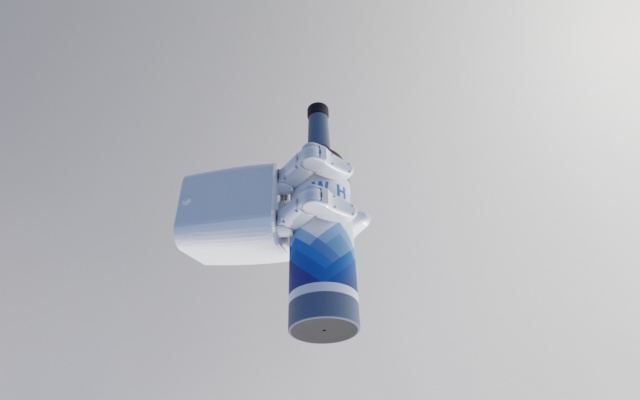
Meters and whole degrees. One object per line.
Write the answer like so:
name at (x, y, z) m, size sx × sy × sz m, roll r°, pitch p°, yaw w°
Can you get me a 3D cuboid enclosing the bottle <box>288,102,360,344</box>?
bottle at (0.000, 0.002, 0.523) m, size 0.069 × 0.295 × 0.069 m, roll -1°, pitch -37°, yaw -1°
